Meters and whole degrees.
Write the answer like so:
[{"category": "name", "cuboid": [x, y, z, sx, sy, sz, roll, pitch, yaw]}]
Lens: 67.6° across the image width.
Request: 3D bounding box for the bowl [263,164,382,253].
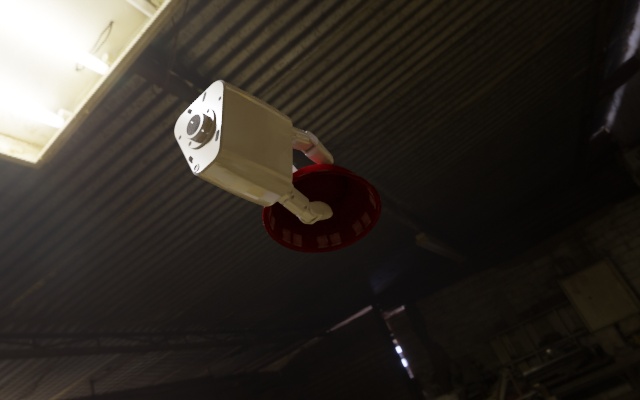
[{"category": "bowl", "cuboid": [0.001, 0.003, 0.663, 0.162, 0.055, 0.162, -5, -45, -5]}]
